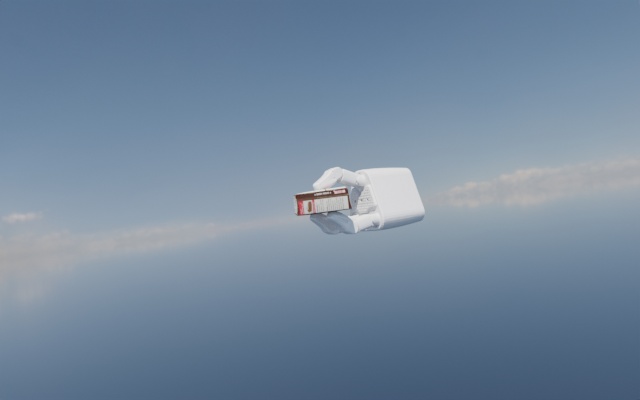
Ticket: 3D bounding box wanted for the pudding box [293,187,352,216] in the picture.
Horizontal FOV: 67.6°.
[{"bbox_3d":[0.000,0.002,0.810,0.090,0.039,0.113,-8,-1,-4],"label":"pudding box"}]
